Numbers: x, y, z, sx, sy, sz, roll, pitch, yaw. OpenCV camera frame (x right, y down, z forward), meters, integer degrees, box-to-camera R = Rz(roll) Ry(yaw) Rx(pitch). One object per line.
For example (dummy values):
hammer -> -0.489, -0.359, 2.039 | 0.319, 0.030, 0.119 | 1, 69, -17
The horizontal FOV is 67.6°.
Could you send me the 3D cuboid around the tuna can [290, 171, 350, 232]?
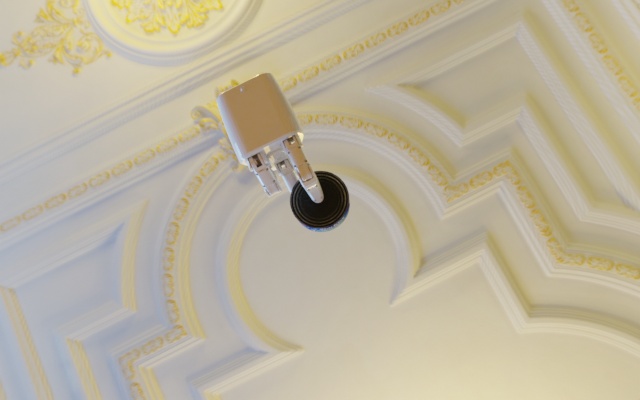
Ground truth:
tuna can -> 0.000, 0.002, 0.697 | 0.086, 0.086, 0.034 | 0, -15, 7
